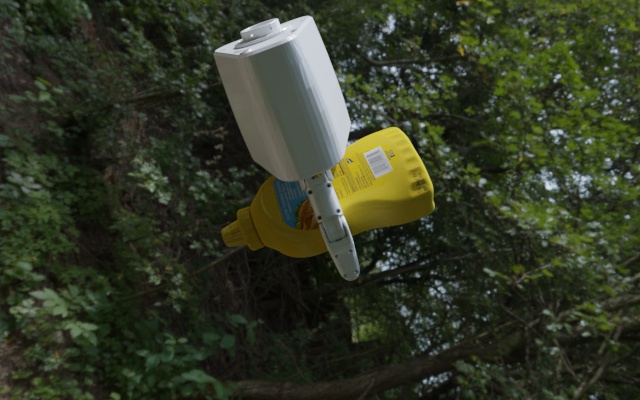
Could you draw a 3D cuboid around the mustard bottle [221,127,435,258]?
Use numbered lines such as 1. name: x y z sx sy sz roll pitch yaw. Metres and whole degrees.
1. mustard bottle: 0.000 0.002 0.444 0.191 0.096 0.058 -20 -39 1
